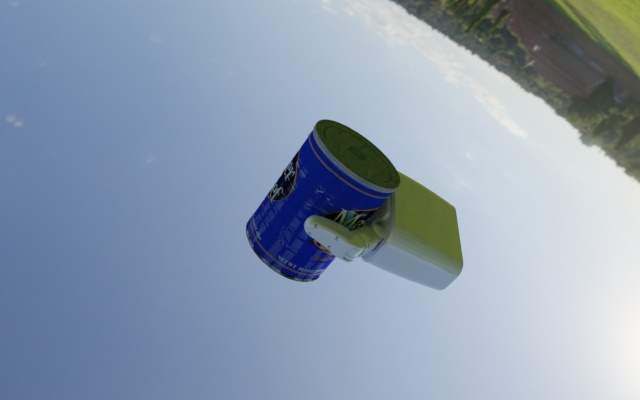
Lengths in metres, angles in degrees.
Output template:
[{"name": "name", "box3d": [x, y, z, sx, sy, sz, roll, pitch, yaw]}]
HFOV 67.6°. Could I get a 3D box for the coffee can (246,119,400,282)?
[{"name": "coffee can", "box3d": [0.000, 0.001, 0.501, 0.103, 0.140, 0.102, 29, 28, -17]}]
